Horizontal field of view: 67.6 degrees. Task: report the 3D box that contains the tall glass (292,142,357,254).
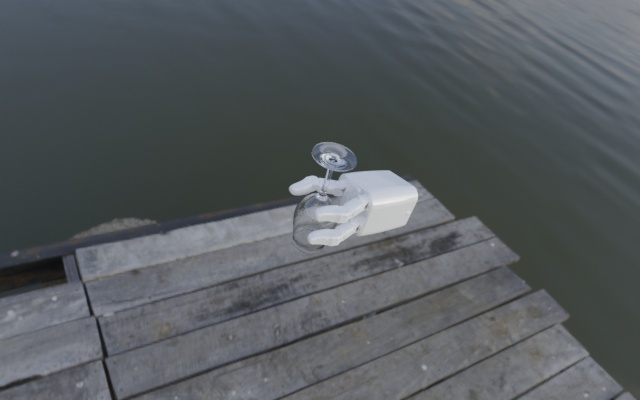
[{"bbox_3d":[0.000,0.002,0.820,0.079,0.201,0.079,10,40,-9],"label":"tall glass"}]
